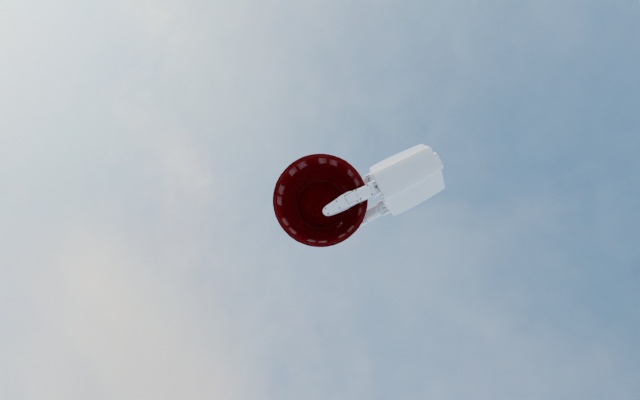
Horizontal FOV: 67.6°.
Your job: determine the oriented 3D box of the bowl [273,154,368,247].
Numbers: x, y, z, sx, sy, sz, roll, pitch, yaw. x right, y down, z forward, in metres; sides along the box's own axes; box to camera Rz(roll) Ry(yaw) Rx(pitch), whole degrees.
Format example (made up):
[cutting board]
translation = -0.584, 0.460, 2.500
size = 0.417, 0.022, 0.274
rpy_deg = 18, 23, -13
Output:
[bowl]
translation = -0.001, 0.003, 0.835
size = 0.162, 0.162, 0.055
rpy_deg = 0, -9, 2
